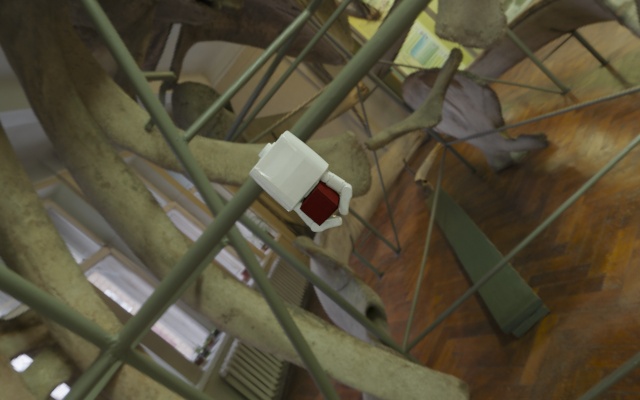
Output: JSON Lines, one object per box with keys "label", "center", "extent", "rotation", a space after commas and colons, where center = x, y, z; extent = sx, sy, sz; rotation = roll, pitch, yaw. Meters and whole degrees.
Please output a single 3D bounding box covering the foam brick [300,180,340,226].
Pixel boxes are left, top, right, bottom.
{"label": "foam brick", "center": [0.000, 0.003, 0.887], "extent": [0.051, 0.053, 0.078], "rotation": [41, 15, -7]}
